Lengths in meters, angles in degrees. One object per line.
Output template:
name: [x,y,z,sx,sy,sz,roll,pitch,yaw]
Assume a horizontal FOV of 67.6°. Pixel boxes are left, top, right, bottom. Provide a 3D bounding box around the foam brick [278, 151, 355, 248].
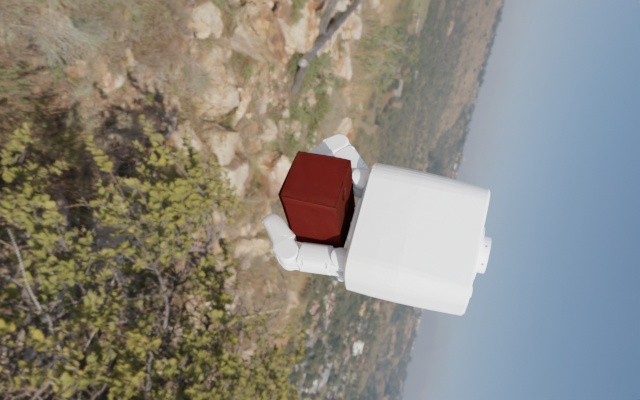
foam brick: [0.000,0.001,0.435,0.051,0.053,0.078,11,-32,15]
